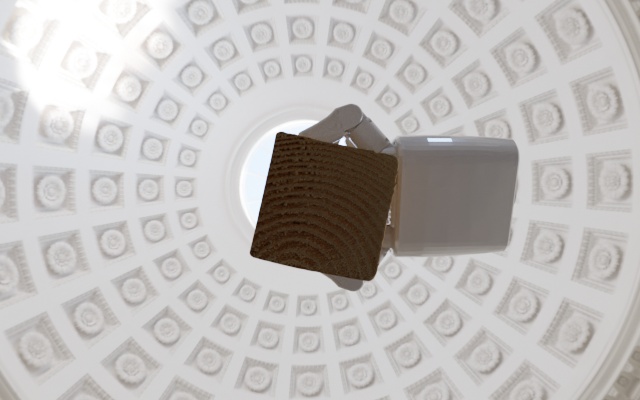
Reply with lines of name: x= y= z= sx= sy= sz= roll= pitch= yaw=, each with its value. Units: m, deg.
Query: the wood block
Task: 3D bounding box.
wood block: x=0.000 y=0.002 z=0.427 sx=0.090 sy=0.091 sz=0.206 roll=12 pitch=1 yaw=-2
